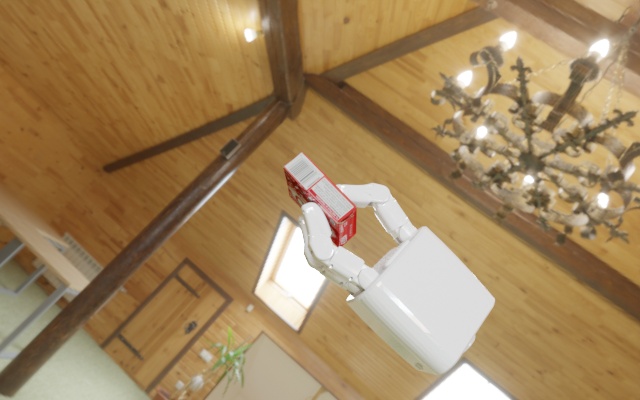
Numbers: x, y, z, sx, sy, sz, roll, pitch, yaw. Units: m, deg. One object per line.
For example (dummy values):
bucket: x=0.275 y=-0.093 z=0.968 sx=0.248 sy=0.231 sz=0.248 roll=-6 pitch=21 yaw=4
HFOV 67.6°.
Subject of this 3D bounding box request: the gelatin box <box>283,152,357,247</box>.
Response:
gelatin box: x=0.000 y=0.001 z=0.511 sx=0.030 sy=0.089 sz=0.073 roll=-39 pitch=-20 yaw=-14
